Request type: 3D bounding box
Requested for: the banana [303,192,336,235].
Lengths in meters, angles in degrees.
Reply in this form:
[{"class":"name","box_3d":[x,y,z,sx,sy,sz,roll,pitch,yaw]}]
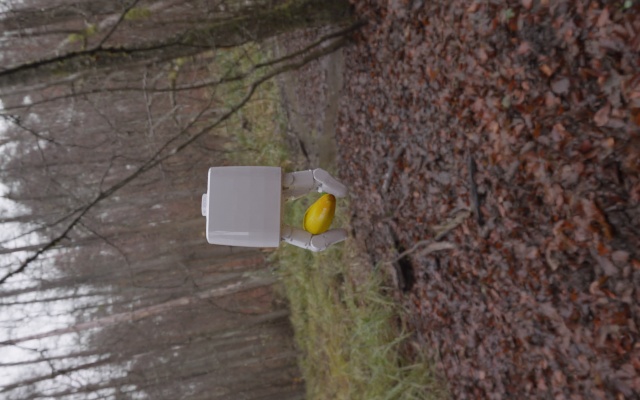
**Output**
[{"class":"banana","box_3d":[-0.004,0.020,0.722,0.037,0.069,0.198,12,2,-4]}]
